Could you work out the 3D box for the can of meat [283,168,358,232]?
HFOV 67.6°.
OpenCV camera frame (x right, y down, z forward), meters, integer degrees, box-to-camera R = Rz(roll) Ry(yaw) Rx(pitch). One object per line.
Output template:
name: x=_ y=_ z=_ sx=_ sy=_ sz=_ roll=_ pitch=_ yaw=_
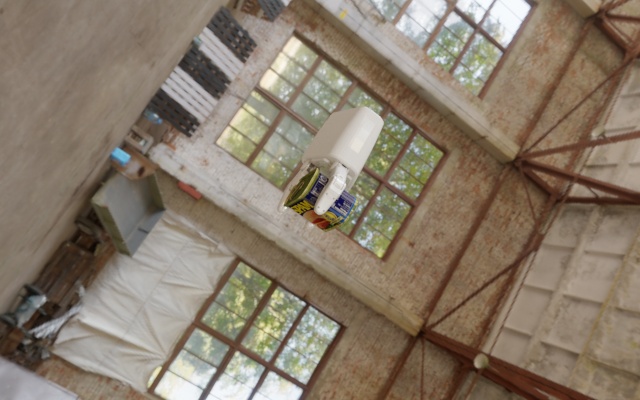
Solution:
can of meat: x=0.000 y=0.003 z=0.759 sx=0.084 sy=0.057 sz=0.102 roll=35 pitch=-22 yaw=-13
